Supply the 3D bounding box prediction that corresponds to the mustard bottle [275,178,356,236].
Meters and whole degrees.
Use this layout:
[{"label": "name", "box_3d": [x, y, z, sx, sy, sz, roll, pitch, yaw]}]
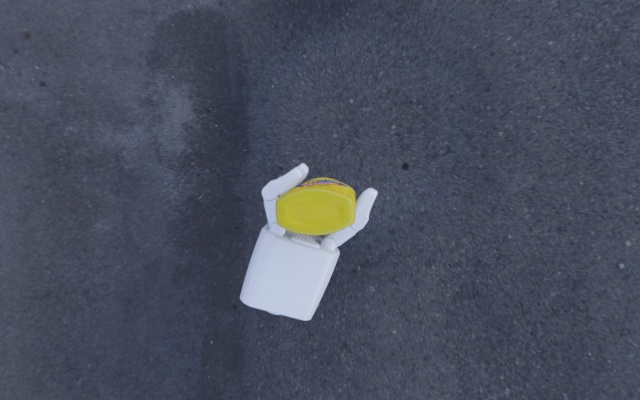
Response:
[{"label": "mustard bottle", "box_3d": [0.000, 0.002, 0.651, 0.096, 0.058, 0.191, -3, 7, 5]}]
